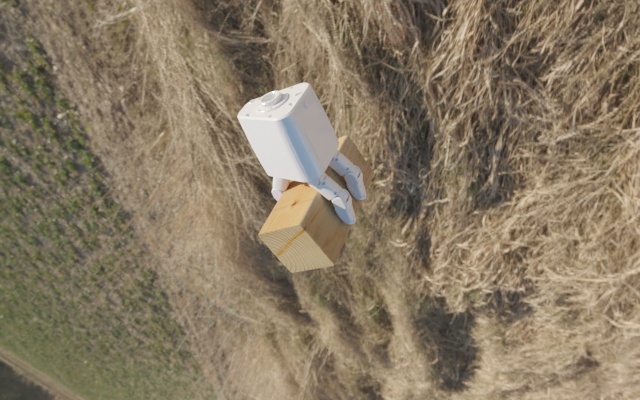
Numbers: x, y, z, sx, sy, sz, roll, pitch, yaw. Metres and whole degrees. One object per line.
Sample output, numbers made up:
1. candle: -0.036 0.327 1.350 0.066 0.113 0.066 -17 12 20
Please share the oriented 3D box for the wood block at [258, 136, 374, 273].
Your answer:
1. wood block: 0.000 0.002 0.756 0.091 0.090 0.206 -15 34 39
